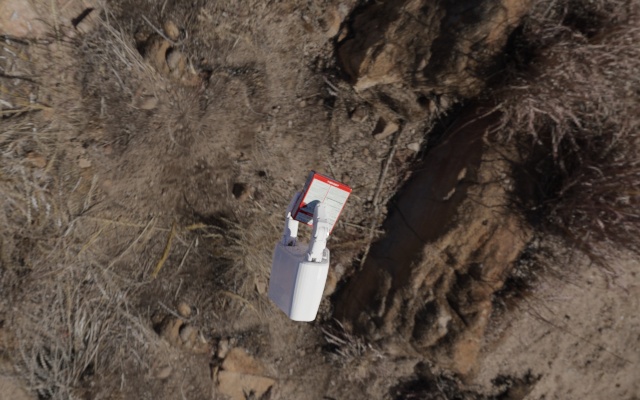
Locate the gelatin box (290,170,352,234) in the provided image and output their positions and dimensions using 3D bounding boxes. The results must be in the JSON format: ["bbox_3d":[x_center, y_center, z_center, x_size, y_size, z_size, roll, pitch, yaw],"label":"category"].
[{"bbox_3d":[0.000,0.002,0.810,0.073,0.089,0.030,21,13,-20],"label":"gelatin box"}]
